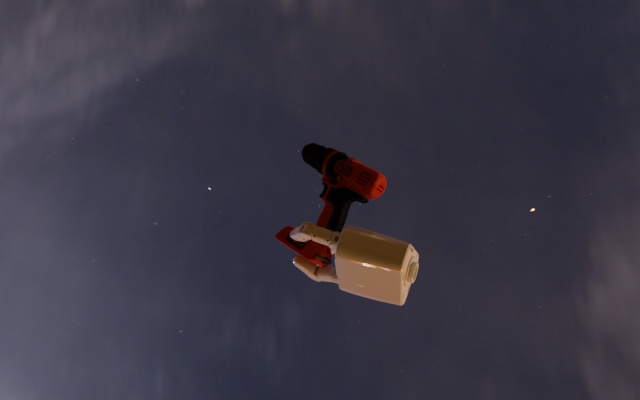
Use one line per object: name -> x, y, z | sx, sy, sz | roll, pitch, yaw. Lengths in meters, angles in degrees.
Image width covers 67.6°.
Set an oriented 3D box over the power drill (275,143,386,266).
power drill -> 0.000, 0.003, 0.818 | 0.184, 0.187, 0.057 | 30, 2, 40
